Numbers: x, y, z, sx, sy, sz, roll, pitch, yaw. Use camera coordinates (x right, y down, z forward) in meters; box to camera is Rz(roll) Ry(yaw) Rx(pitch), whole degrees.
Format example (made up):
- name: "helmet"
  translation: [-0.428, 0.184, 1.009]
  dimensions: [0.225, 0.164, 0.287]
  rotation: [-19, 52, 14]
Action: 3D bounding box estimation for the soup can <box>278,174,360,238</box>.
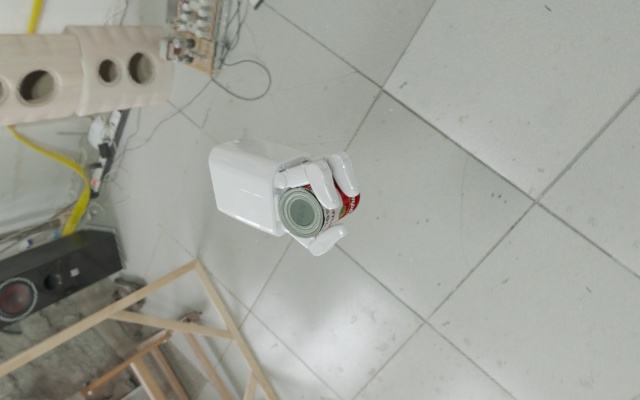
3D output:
- name: "soup can"
  translation: [0.000, 0.002, 0.625]
  dimensions: [0.068, 0.068, 0.102]
  rotation: [0, 16, 31]
